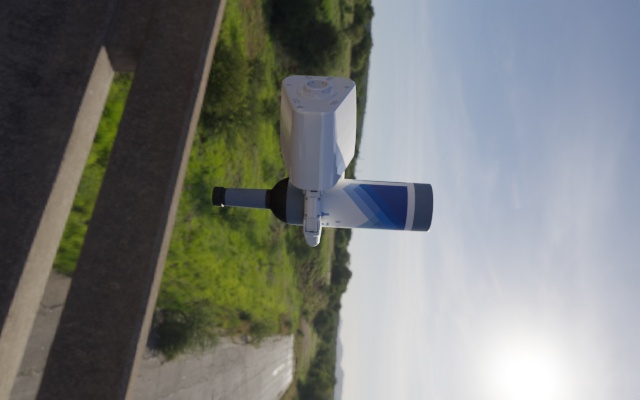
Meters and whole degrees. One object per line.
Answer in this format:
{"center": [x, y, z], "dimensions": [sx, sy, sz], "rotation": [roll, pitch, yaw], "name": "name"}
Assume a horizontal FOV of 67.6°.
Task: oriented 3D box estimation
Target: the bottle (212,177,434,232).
{"center": [0.000, 0.002, 0.654], "dimensions": [0.296, 0.069, 0.069], "rotation": [3, 0, 2], "name": "bottle"}
